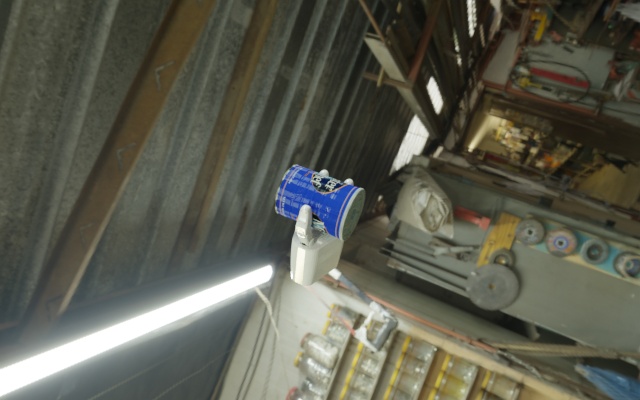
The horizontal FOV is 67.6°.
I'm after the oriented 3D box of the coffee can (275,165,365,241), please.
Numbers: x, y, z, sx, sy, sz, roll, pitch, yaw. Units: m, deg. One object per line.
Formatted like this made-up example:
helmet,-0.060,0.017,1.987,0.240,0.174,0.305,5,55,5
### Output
coffee can,0.000,0.003,0.897,0.140,0.103,0.103,21,7,17
